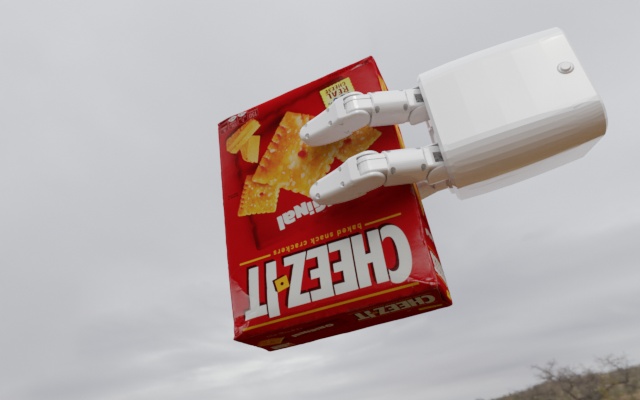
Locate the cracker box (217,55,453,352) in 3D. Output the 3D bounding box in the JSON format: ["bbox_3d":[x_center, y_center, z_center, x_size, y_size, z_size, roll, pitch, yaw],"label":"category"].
[{"bbox_3d":[0.000,0.001,0.411,0.164,0.213,0.072,-19,-29,16],"label":"cracker box"}]
